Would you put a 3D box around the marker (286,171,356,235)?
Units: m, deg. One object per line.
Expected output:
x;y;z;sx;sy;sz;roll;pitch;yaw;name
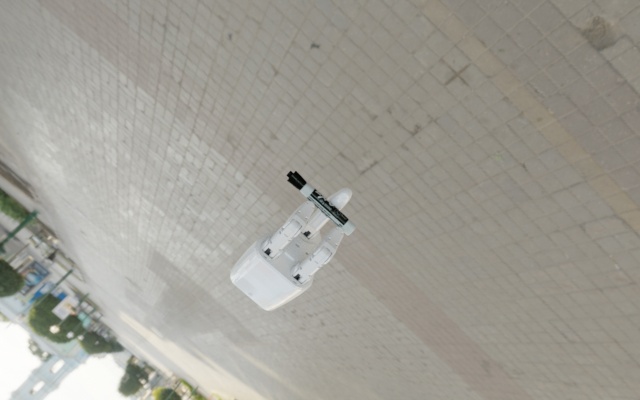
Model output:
0.000;0.002;0.666;0.121;0.020;0.020;42;-4;-5;marker
